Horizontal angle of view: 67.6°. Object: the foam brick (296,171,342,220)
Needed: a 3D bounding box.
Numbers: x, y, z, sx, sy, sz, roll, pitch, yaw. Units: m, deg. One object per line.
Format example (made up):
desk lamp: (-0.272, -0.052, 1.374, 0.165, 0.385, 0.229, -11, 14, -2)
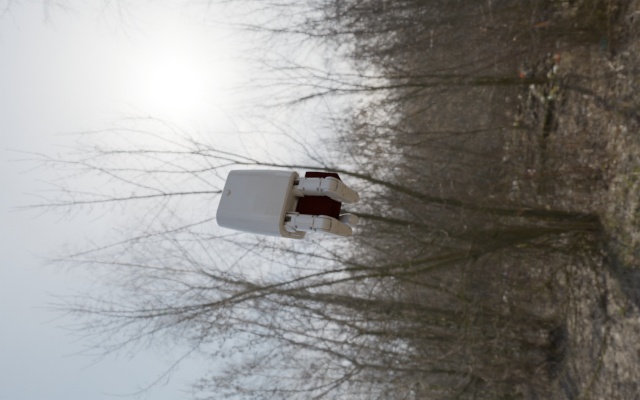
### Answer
foam brick: (0.000, 0.002, 0.703, 0.051, 0.078, 0.053, 5, -23, 18)
